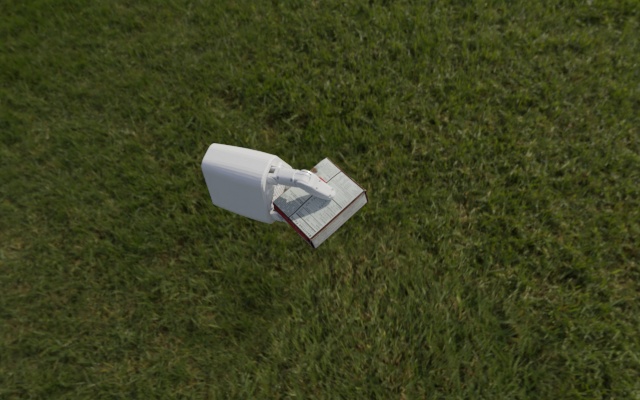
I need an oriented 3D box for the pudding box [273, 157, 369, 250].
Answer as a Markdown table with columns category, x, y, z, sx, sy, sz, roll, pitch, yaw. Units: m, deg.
| category | x | y | z | sx | sy | sz | roll | pitch | yaw |
| --- | --- | --- | --- | --- | --- | --- | --- | --- | --- |
| pudding box | 0.000 | 0.002 | 0.704 | 0.090 | 0.113 | 0.039 | 44 | -11 | 26 |
